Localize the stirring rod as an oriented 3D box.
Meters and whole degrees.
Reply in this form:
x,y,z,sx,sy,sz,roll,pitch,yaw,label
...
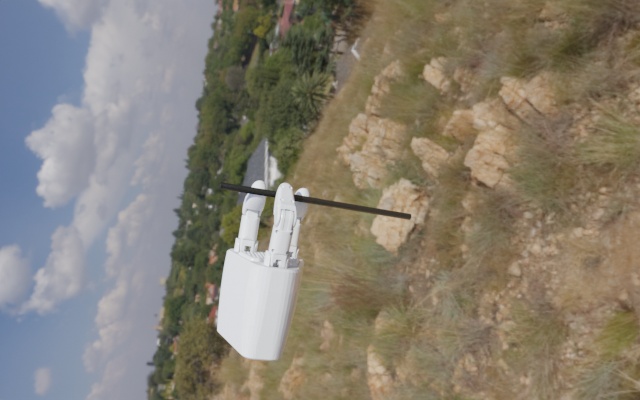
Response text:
x,y,z,sx,sy,sz,roll,pitch,yaw,label
0.000,0.002,0.578,0.239,0.011,0.011,9,-3,-16,stirring rod
